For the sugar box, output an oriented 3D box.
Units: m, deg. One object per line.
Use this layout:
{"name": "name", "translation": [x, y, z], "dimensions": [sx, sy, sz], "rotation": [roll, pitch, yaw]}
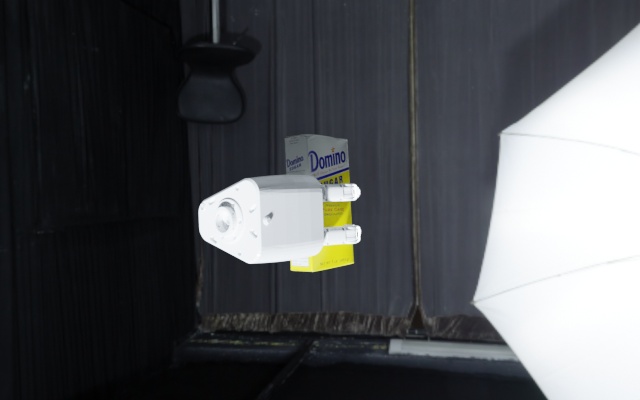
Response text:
{"name": "sugar box", "translation": [0.000, 0.002, 0.646], "dimensions": [0.048, 0.176, 0.093], "rotation": [0, 2, 39]}
